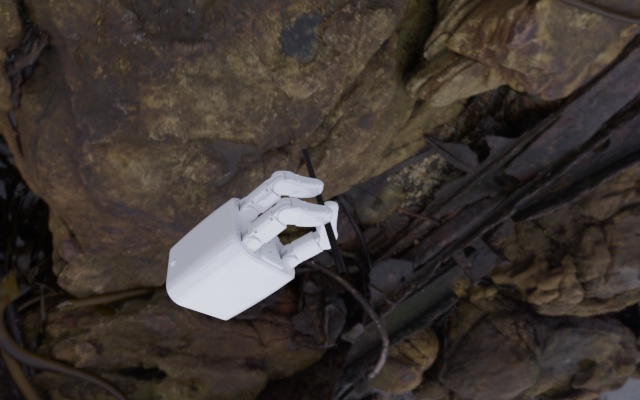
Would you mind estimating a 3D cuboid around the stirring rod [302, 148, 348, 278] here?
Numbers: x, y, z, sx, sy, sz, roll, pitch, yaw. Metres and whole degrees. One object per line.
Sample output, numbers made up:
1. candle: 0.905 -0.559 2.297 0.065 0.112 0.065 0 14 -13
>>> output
1. stirring rod: 0.000 0.002 0.544 0.011 0.011 0.239 0 35 -12
